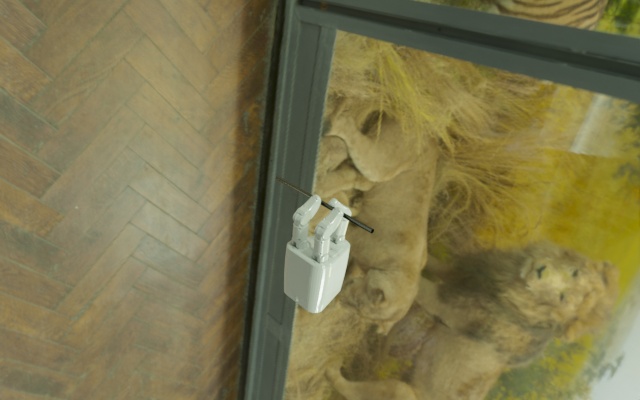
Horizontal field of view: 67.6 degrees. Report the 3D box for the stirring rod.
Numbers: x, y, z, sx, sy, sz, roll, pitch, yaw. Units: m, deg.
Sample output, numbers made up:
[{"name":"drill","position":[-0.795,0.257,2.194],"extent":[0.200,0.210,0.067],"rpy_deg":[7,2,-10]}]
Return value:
[{"name":"stirring rod","position":[0.000,0.003,0.841],"extent":[0.239,0.011,0.011],"rpy_deg":[29,19,37]}]
